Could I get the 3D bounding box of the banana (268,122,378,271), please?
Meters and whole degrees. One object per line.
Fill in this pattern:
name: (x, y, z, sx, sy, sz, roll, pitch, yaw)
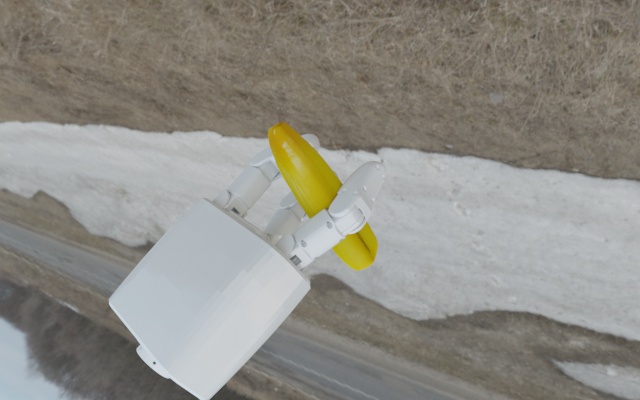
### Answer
banana: (0.012, 0.014, 0.396, 0.069, 0.037, 0.198, 47, -5, 34)
